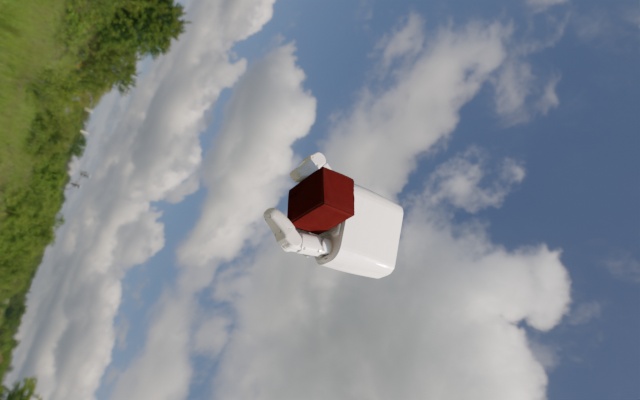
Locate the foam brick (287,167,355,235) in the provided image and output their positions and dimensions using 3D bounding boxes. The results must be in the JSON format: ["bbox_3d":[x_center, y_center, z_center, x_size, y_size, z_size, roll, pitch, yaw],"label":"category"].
[{"bbox_3d":[0.000,0.002,0.601,0.051,0.053,0.078,20,-33,-31],"label":"foam brick"}]
